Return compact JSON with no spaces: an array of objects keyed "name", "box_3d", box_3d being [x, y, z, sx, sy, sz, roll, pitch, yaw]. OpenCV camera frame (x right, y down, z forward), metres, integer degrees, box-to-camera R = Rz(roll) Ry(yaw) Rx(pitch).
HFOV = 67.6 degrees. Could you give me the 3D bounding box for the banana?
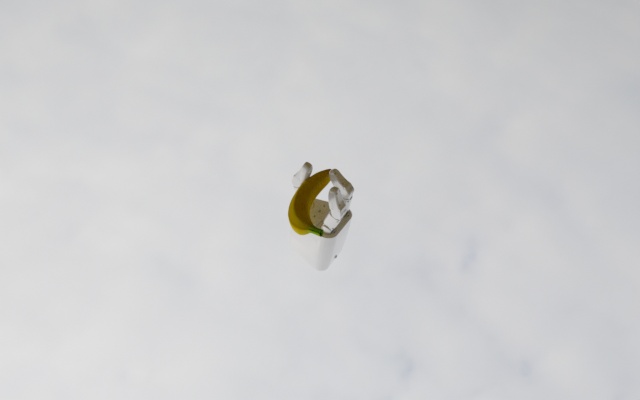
[{"name":"banana","box_3d":[-0.019,0.003,0.843,0.069,0.037,0.197,5,37,4]}]
